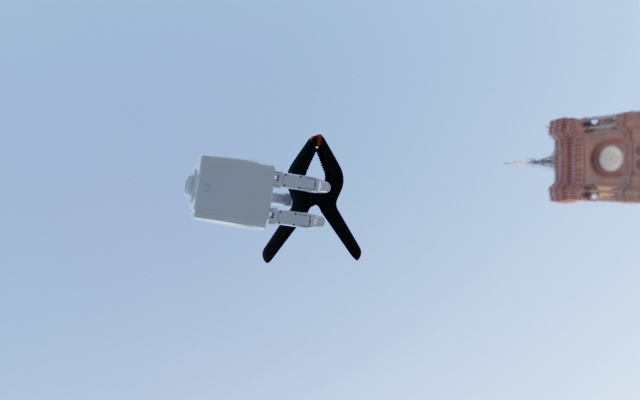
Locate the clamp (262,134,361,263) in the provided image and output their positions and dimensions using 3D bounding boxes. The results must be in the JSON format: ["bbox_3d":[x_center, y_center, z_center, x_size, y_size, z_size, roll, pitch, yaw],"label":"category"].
[{"bbox_3d":[0.000,0.002,0.764,0.164,0.210,0.036,8,-1,-21],"label":"clamp"}]
